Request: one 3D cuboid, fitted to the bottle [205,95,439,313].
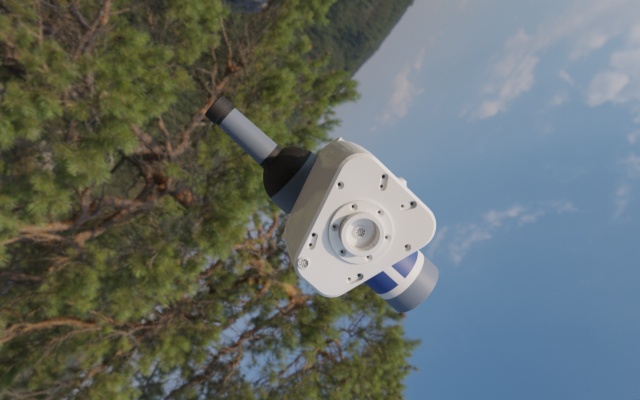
[{"bbox_3d":[0.000,0.002,0.505,0.296,0.069,0.069,42,-10,-11],"label":"bottle"}]
